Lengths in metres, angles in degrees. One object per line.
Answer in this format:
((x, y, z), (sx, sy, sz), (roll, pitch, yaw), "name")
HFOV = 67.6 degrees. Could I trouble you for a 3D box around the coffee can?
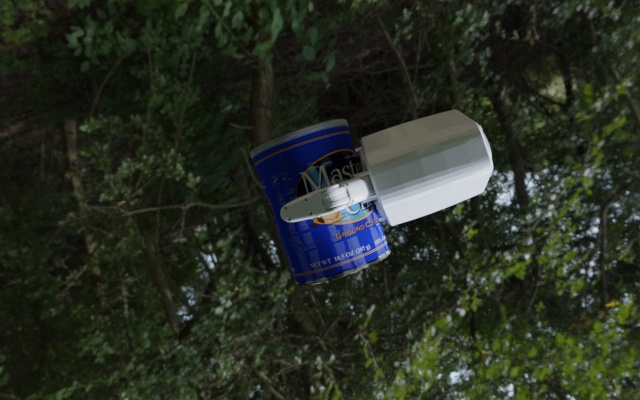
((0.000, 0.001, 0.483), (0.103, 0.140, 0.103), (-19, 1, 0), "coffee can")
